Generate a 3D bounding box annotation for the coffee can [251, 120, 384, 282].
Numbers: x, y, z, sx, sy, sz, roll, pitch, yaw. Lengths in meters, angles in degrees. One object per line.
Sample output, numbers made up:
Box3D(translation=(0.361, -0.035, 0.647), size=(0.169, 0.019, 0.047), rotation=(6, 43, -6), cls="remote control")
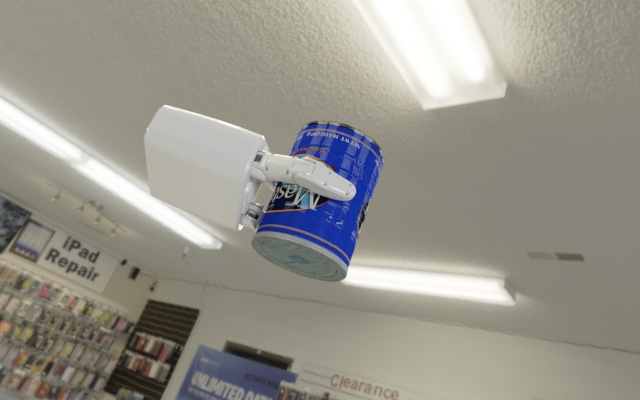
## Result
Box3D(translation=(0.000, 0.002, 0.510), size=(0.103, 0.140, 0.103), rotation=(17, -24, 8), cls="coffee can")
